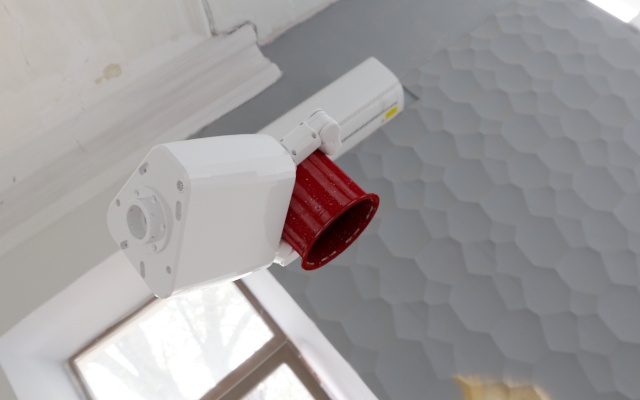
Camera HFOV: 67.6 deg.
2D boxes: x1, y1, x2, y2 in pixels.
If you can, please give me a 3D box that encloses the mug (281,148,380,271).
[{"bbox_3d":[0.001,0.001,0.449,0.081,0.093,0.117,45,31,22],"label":"mug"}]
